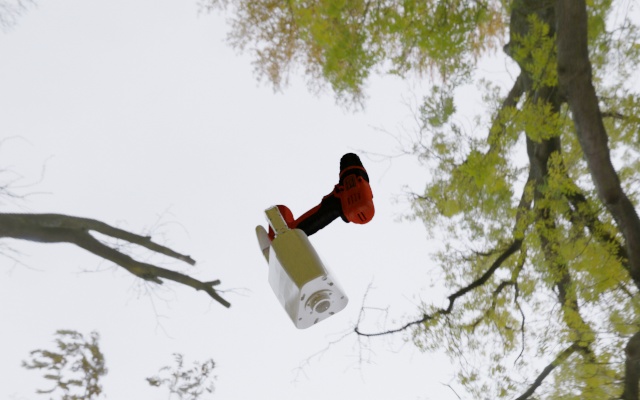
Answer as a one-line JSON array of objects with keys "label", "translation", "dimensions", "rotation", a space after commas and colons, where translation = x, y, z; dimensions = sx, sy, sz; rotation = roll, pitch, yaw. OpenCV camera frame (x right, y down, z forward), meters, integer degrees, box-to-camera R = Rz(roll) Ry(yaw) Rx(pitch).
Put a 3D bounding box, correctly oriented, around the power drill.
[{"label": "power drill", "translation": [0.000, 0.003, 0.821], "dimensions": [0.188, 0.057, 0.184], "rotation": [-29, 30, 15]}]
